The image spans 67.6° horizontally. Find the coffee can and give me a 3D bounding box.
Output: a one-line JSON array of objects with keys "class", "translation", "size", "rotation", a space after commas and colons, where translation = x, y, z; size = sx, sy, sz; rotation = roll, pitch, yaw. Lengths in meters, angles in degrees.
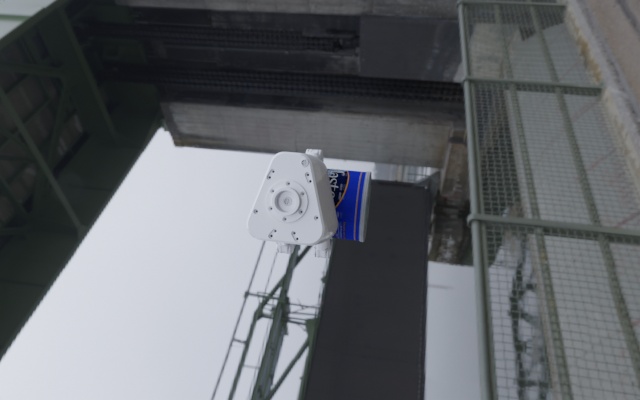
[{"class": "coffee can", "translation": [0.000, 0.002, 0.701], "size": [0.140, 0.103, 0.103], "rotation": [6, 1, 8]}]
